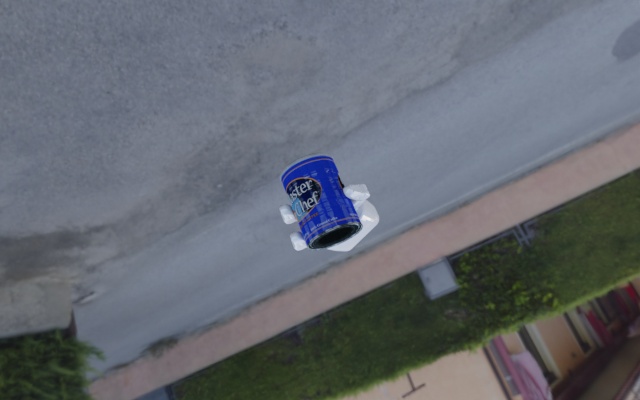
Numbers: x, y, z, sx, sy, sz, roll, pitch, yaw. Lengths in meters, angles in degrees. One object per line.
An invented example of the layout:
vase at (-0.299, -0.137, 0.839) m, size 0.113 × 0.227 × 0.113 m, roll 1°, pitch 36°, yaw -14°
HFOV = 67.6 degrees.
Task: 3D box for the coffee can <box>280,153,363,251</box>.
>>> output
coffee can at (0.000, 0.003, 0.832) m, size 0.103 × 0.140 × 0.103 m, roll -20°, pitch -20°, yaw -8°
